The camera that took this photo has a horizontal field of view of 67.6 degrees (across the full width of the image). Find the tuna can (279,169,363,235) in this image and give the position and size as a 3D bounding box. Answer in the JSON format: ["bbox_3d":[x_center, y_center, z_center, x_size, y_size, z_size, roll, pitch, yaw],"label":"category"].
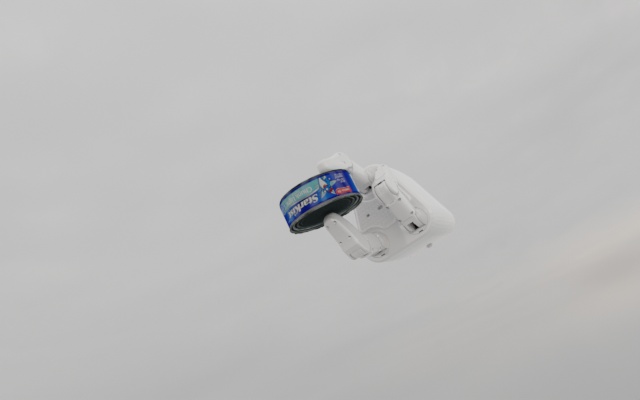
[{"bbox_3d":[0.000,0.001,0.510,0.086,0.033,0.086,-24,-16,-7],"label":"tuna can"}]
